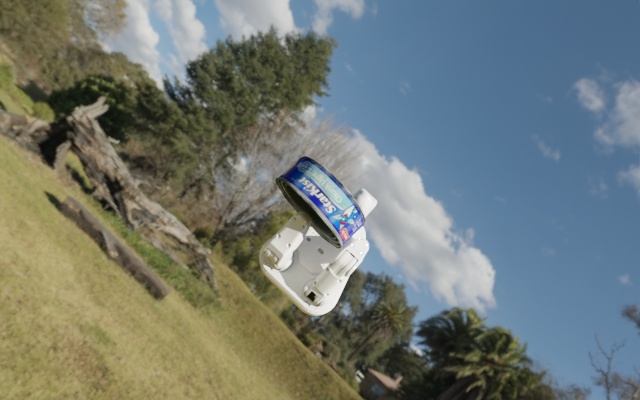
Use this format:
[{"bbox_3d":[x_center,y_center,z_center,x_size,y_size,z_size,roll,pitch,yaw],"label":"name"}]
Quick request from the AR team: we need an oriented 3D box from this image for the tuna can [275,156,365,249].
[{"bbox_3d":[0.000,0.001,0.434,0.033,0.086,0.086,-43,10,-11],"label":"tuna can"}]
